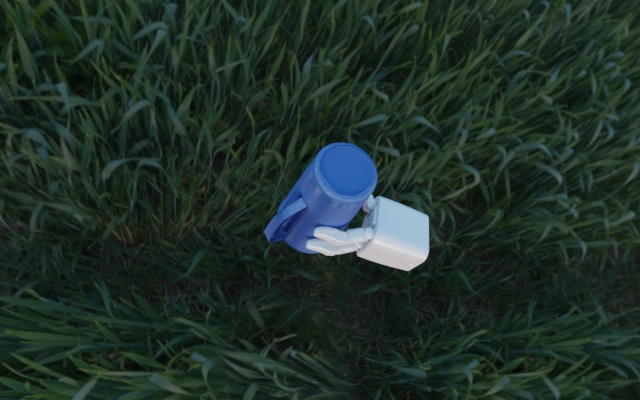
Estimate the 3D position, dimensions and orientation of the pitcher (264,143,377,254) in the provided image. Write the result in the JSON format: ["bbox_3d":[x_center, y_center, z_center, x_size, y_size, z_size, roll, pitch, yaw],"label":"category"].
[{"bbox_3d":[0.000,0.003,0.854,0.145,0.149,0.243,22,-28,-7],"label":"pitcher"}]
